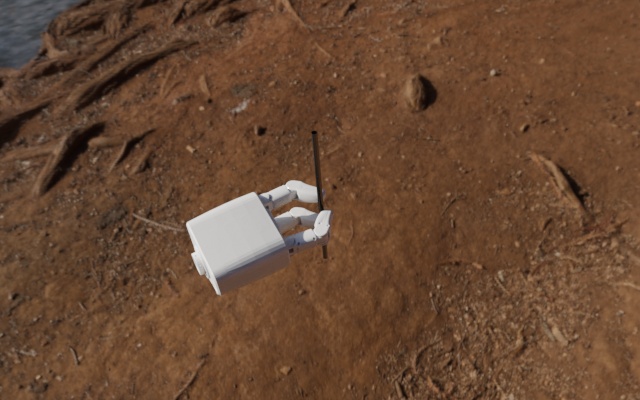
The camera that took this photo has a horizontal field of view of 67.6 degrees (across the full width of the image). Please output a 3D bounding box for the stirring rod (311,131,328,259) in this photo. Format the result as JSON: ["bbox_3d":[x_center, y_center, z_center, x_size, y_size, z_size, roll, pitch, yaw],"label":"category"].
[{"bbox_3d":[0.000,0.002,0.688,0.011,0.240,0.011,-3,42,3],"label":"stirring rod"}]
